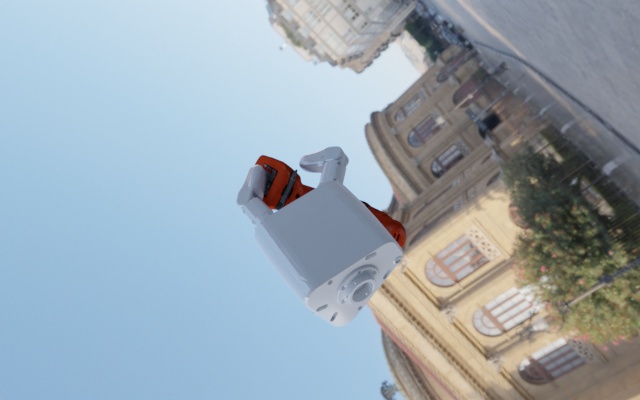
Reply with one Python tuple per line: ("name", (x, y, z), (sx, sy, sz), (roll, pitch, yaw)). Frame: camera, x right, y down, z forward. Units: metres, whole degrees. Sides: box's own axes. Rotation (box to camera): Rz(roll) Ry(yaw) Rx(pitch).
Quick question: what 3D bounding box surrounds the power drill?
("power drill", (0.000, 0.002, 0.629), (0.188, 0.057, 0.184), (22, 2, -27))
